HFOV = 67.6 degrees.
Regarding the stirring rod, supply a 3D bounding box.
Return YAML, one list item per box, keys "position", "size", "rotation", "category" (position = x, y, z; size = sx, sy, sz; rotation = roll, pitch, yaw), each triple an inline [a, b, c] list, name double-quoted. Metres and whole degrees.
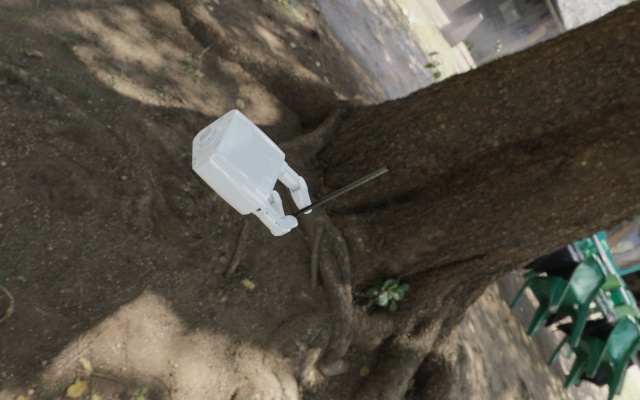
- position: [0.000, 0.002, 0.739]
  size: [0.239, 0.011, 0.011]
  rotation: [-27, -12, 25]
  category: "stirring rod"
